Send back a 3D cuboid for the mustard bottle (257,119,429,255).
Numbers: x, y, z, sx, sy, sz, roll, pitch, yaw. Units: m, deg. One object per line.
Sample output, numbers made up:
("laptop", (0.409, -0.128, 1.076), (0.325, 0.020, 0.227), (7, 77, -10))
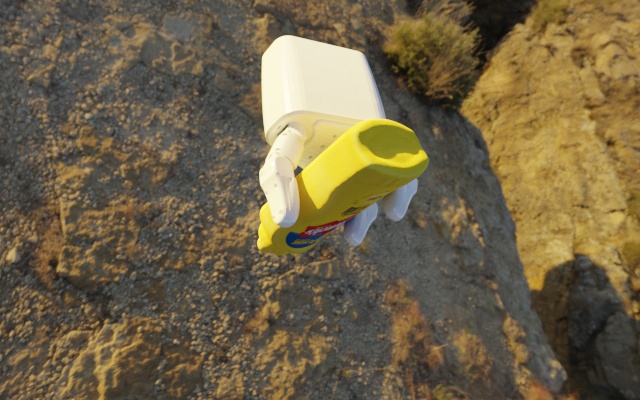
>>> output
("mustard bottle", (0.000, 0.002, 0.437), (0.096, 0.058, 0.192), (-12, -19, -48))
